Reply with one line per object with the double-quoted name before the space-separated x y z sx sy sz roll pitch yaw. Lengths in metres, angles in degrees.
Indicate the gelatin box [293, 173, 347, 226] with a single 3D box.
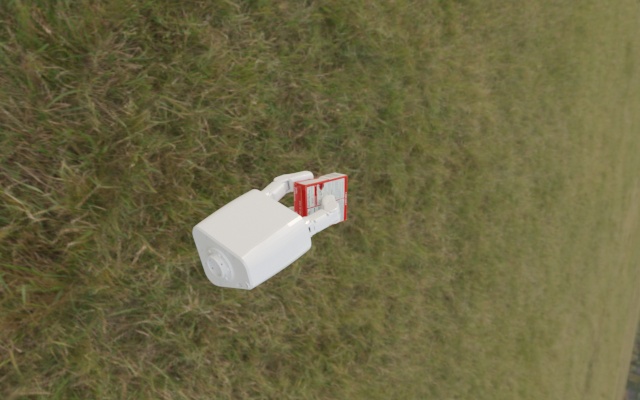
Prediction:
"gelatin box" 0.001 0.002 0.713 0.089 0.073 0.030 -16 23 -41
